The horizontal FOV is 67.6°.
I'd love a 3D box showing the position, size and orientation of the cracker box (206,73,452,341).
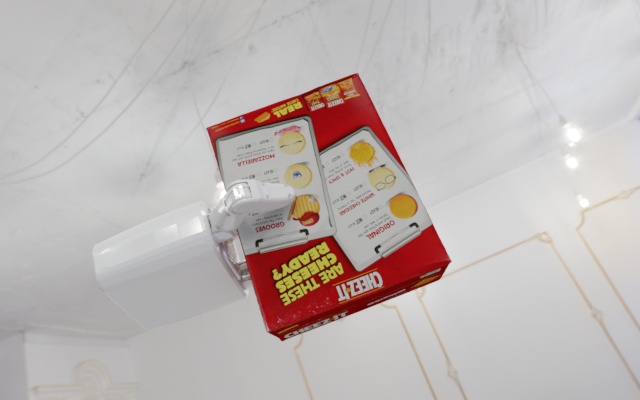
[{"bbox_3d":[0.000,0.001,0.458,0.164,0.213,0.072,-21,-24,-2],"label":"cracker box"}]
